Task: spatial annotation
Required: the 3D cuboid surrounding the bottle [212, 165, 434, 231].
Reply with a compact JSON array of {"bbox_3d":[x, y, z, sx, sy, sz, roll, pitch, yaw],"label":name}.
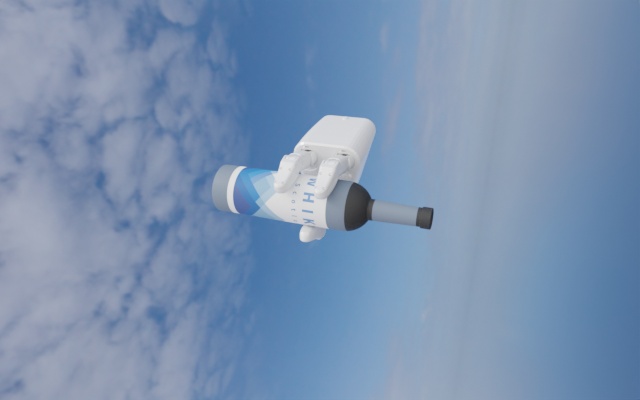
[{"bbox_3d":[0.000,0.002,0.637,0.295,0.069,0.069,9,3,19],"label":"bottle"}]
